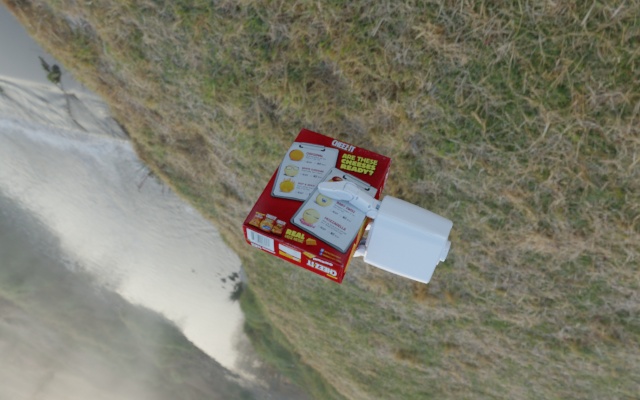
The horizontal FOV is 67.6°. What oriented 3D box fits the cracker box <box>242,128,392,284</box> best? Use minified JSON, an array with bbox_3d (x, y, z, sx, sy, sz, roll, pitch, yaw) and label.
[{"bbox_3d":[0.000,0.003,0.760,0.164,0.213,0.072,21,-32,11],"label":"cracker box"}]
